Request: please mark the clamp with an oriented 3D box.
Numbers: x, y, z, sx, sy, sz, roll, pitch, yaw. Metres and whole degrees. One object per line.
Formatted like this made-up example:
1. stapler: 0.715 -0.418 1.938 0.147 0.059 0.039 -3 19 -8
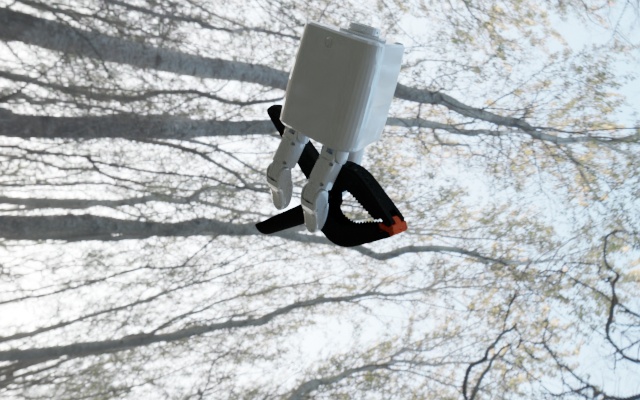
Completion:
1. clamp: 0.001 0.002 0.539 0.210 0.165 0.036 32 31 33
